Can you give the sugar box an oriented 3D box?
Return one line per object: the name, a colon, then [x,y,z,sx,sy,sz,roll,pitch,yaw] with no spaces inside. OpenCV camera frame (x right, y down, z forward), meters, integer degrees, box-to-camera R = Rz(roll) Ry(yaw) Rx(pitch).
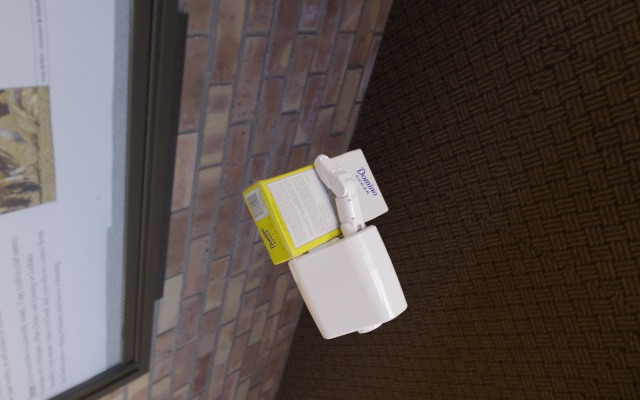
sugar box: [0.000,0.002,0.585,0.176,0.093,0.048,-21,-4,-45]
